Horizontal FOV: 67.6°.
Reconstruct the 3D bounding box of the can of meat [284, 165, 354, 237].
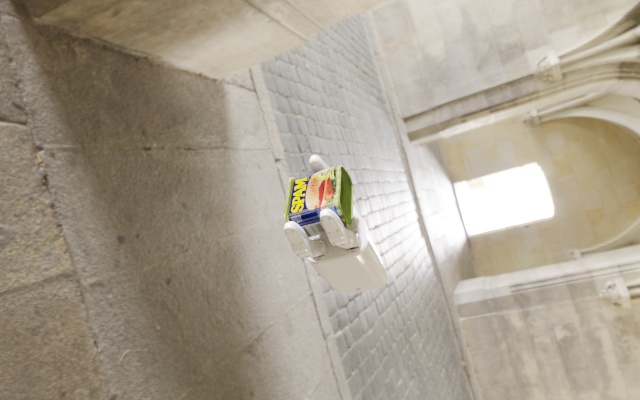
[{"bbox_3d":[0.000,0.002,0.691,0.084,0.102,0.057,-15,-48,20],"label":"can of meat"}]
